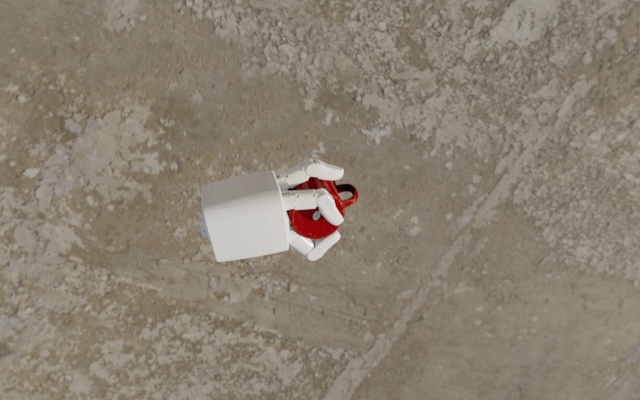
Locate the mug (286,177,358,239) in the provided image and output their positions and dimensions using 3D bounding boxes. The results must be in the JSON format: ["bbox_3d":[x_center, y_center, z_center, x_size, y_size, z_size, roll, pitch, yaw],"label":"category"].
[{"bbox_3d":[0.002,0.002,0.719,0.117,0.093,0.081,-12,30,-8],"label":"mug"}]
